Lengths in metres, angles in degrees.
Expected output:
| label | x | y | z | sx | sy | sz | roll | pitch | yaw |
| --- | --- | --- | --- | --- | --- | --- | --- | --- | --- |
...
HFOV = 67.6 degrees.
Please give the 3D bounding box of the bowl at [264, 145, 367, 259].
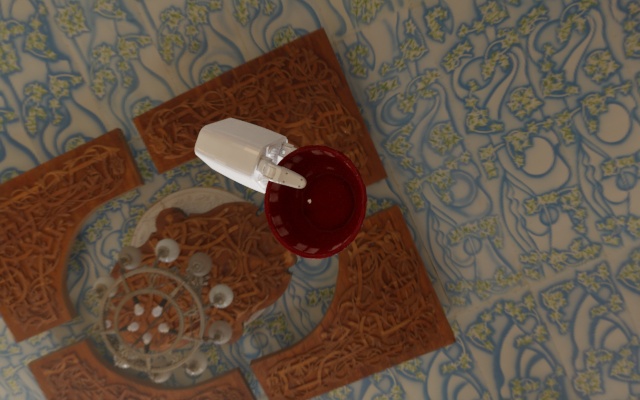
| label | x | y | z | sx | sy | sz | roll | pitch | yaw |
| --- | --- | --- | --- | --- | --- | --- | --- | --- | --- |
| bowl | 0.001 | 0.003 | 0.697 | 0.162 | 0.162 | 0.055 | 0 | -1 | 25 |
